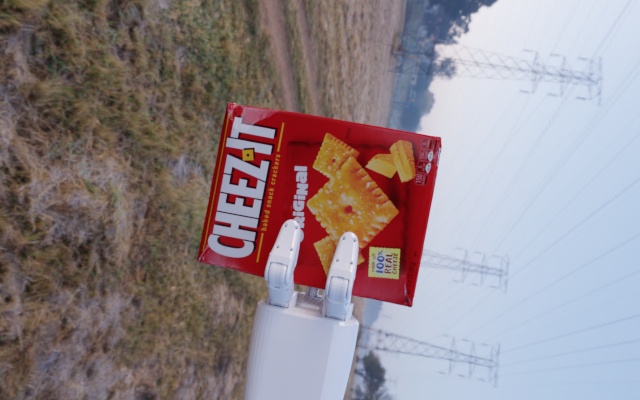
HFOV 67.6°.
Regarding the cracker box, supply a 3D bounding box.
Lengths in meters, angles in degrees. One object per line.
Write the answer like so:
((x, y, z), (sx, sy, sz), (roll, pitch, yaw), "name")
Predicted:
((0.000, 0.002, 0.479), (0.213, 0.164, 0.072), (11, -1, 7), "cracker box")
